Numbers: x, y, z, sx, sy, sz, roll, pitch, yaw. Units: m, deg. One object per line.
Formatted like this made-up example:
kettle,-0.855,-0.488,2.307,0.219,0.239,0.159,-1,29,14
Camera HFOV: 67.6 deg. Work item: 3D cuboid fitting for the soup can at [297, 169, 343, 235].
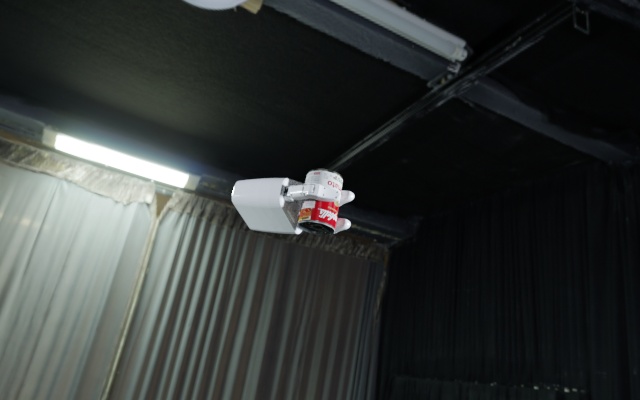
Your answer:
soup can,0.001,0.002,0.854,0.068,0.102,0.068,9,-21,3
